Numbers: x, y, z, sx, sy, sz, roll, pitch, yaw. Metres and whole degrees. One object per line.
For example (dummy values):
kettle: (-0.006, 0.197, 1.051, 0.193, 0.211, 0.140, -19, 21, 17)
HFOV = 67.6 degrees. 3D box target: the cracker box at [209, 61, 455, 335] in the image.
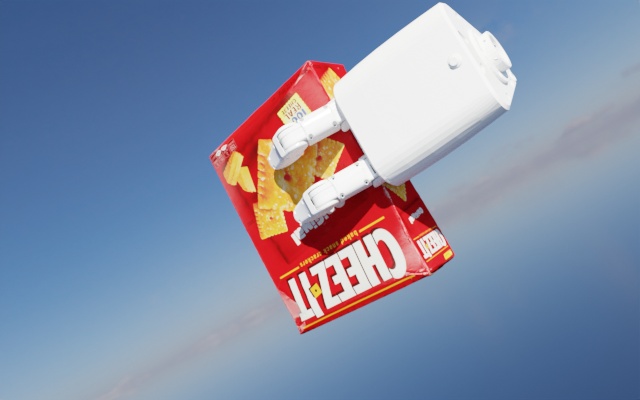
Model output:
cracker box: (0.000, 0.001, 0.468, 0.164, 0.213, 0.072, -34, -10, 34)
